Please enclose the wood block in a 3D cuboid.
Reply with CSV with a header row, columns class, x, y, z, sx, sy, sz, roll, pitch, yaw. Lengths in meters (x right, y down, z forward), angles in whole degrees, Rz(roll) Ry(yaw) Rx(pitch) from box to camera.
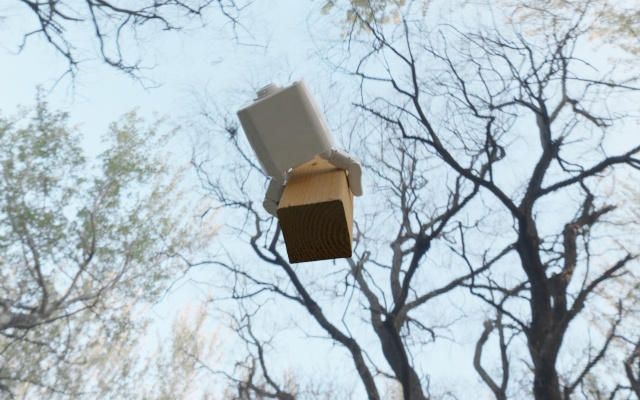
class,x,y,z,sx,sy,sz,roll,pitch,yaw
wood block,0.000,0.002,0.727,0.091,0.090,0.206,-8,23,8
